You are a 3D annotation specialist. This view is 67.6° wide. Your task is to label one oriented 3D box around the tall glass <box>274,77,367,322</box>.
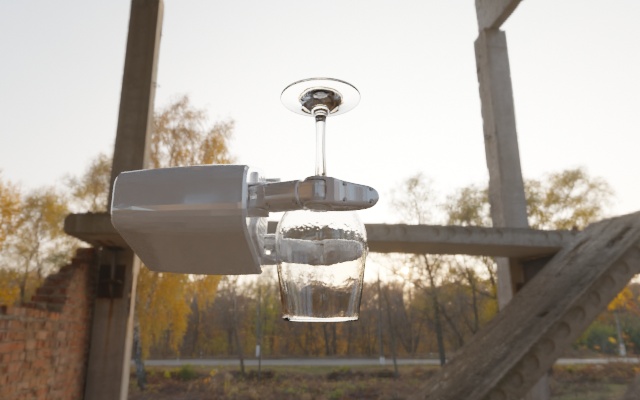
[{"bbox_3d":[0.000,0.001,0.413,0.079,0.201,0.079,0,-16,0],"label":"tall glass"}]
